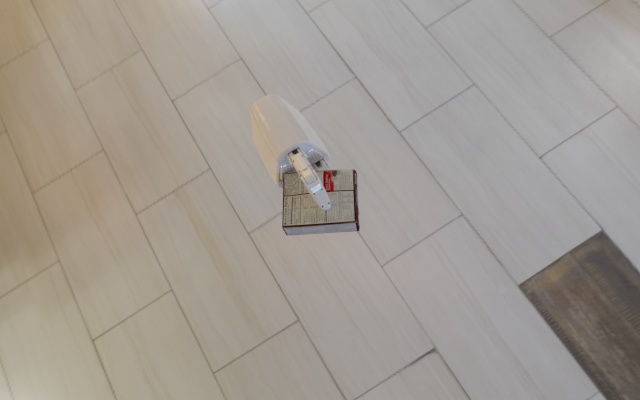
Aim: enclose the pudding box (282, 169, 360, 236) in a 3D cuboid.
[{"bbox_3d":[0.000,0.002,0.710,0.113,0.090,0.039,-5,-24,10],"label":"pudding box"}]
